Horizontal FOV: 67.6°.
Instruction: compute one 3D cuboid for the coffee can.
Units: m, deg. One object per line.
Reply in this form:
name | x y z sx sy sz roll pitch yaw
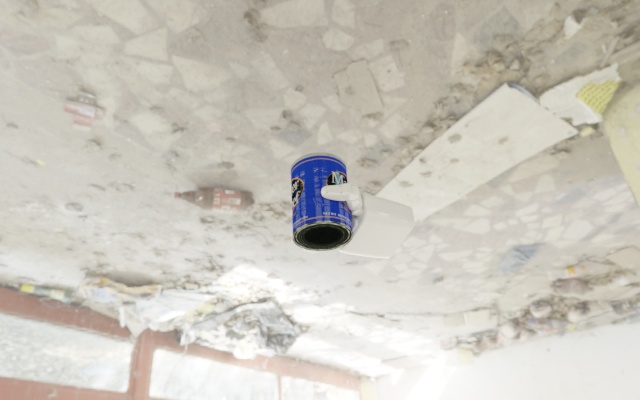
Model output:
coffee can | 0.000 0.003 0.828 0.103 0.140 0.103 -3 -32 -2
